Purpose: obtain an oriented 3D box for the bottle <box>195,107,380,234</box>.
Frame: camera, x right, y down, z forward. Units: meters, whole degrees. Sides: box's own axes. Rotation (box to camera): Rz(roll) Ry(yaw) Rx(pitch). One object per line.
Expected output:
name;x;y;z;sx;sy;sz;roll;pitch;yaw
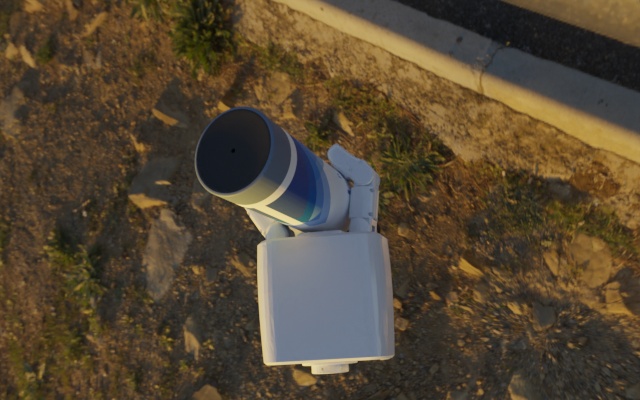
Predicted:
bottle;0.000;0.001;0.460;0.069;0.069;0.296;0;-14;25
